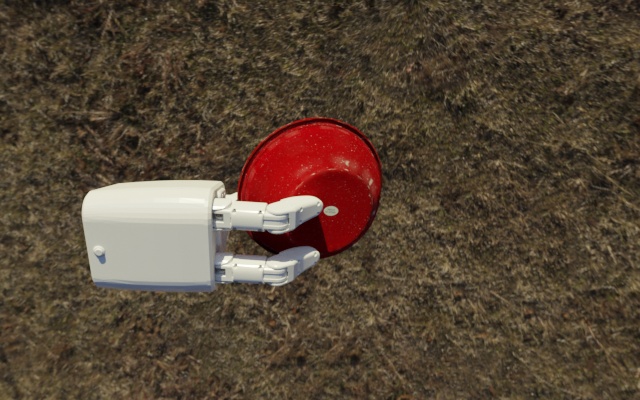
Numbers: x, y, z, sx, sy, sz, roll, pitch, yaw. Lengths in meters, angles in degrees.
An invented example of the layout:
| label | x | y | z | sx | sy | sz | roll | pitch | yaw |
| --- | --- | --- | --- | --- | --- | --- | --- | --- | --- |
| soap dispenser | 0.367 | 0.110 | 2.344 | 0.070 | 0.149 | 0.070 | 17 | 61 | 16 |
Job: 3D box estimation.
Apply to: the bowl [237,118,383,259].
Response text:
| label | x | y | z | sx | sy | sz | roll | pitch | yaw |
| --- | --- | --- | --- | --- | --- | --- | --- | --- | --- |
| bowl | 0.001 | 0.001 | 0.483 | 0.162 | 0.162 | 0.055 | 0 | 24 | -21 |
